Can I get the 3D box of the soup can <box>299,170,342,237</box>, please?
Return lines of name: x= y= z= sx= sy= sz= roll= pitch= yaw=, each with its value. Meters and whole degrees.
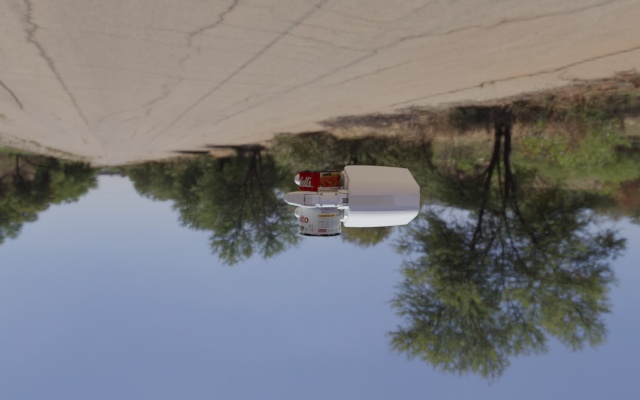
soup can: x=0.000 y=0.003 z=0.751 sx=0.068 sy=0.102 sz=0.068 roll=0 pitch=4 yaw=0
